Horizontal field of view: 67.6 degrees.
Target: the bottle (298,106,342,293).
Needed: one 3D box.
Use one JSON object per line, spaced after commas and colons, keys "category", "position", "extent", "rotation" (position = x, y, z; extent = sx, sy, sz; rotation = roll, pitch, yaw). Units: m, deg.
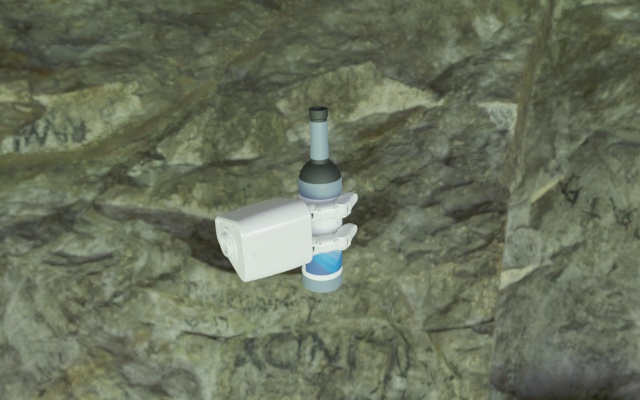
{"category": "bottle", "position": [0.000, 0.003, 0.742], "extent": [0.069, 0.296, 0.069], "rotation": [-1, 25, 1]}
